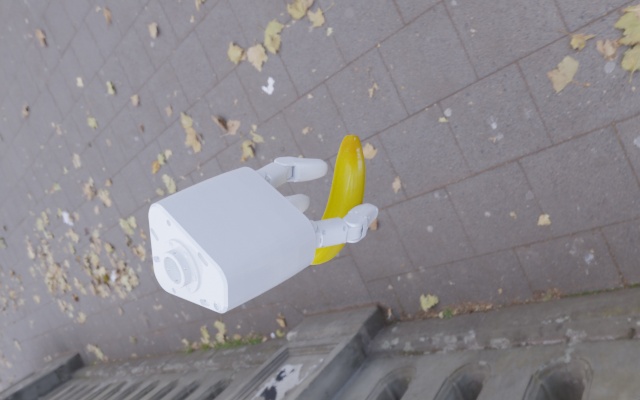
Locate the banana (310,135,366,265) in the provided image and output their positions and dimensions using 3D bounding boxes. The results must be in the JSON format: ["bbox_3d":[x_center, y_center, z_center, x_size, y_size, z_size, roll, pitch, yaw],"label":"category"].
[{"bbox_3d":[0.010,0.017,0.538,0.037,0.069,0.198,-22,-26,-41],"label":"banana"}]
